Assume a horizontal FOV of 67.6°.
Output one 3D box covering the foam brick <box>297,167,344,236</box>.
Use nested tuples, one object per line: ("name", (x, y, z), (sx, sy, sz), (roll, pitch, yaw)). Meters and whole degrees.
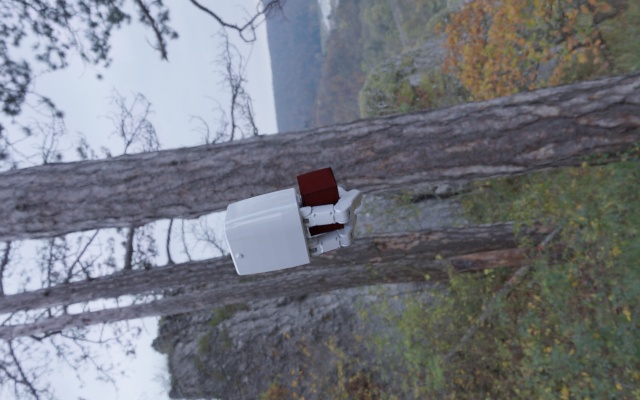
("foam brick", (0.000, 0.002, 0.684), (0.051, 0.078, 0.053), (-13, 35, -3))
